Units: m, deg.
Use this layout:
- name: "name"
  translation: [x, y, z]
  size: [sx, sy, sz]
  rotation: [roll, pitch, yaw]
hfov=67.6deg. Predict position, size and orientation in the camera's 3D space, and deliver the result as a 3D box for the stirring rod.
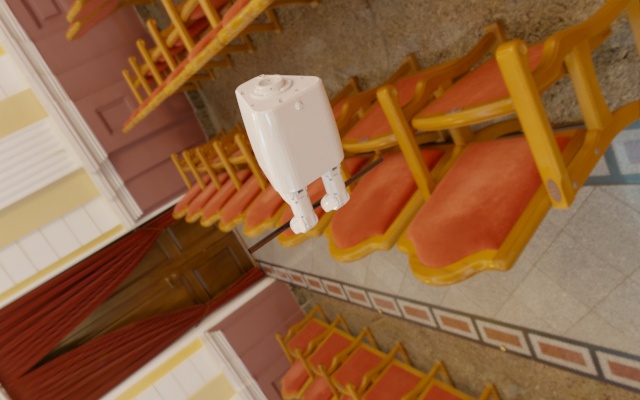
- name: "stirring rod"
  translation: [0.000, 0.002, 0.657]
  size: [0.239, 0.011, 0.011]
  rotation: [-35, 16, -24]
